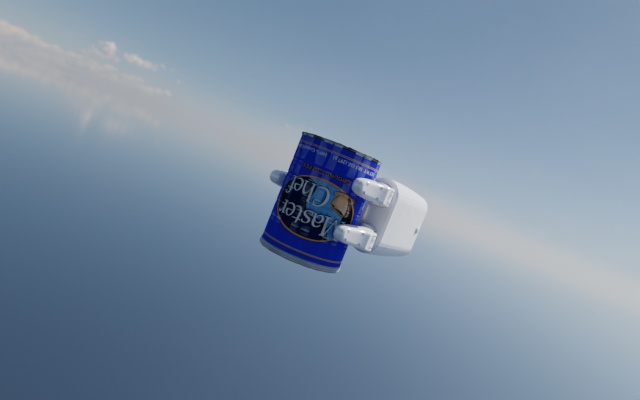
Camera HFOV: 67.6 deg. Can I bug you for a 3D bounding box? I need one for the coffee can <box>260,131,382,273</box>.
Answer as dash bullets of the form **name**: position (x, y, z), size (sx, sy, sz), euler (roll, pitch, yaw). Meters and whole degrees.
- **coffee can**: position (0.000, 0.002, 0.570), size (0.103, 0.140, 0.103), euler (22, 3, -1)
